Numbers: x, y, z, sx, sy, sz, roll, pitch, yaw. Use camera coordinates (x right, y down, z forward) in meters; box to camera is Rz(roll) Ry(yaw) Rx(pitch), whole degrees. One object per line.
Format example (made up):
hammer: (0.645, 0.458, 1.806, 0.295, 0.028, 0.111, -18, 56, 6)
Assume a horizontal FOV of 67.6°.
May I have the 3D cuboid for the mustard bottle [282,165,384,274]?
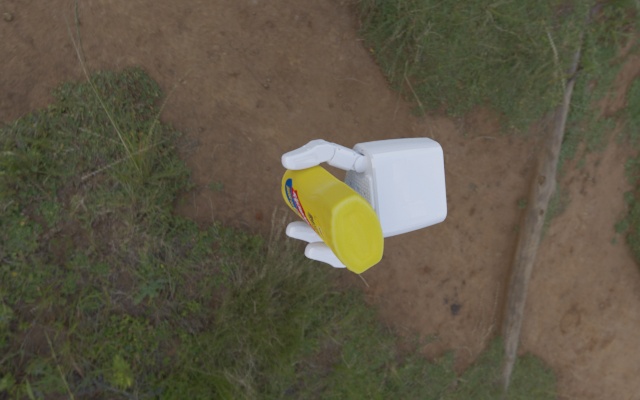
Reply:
mustard bottle: (0.000, 0.002, 0.565, 0.058, 0.096, 0.191, -32, 33, -11)
